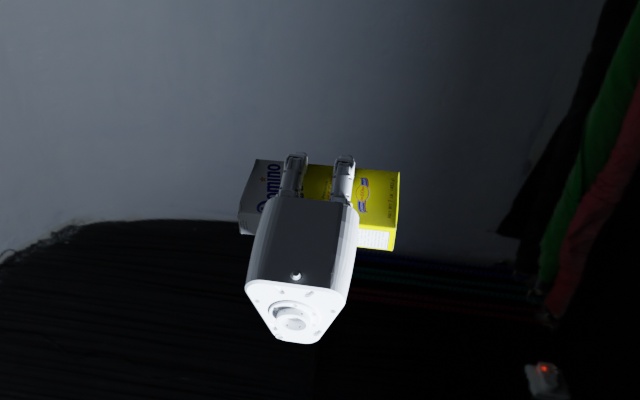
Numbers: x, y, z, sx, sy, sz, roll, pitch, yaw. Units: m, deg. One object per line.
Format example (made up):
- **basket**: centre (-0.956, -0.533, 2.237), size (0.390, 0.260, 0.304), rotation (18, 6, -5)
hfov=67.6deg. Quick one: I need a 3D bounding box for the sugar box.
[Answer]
- **sugar box**: centre (0.000, 0.002, 0.555), size (0.176, 0.093, 0.048), rotation (7, -43, 4)
